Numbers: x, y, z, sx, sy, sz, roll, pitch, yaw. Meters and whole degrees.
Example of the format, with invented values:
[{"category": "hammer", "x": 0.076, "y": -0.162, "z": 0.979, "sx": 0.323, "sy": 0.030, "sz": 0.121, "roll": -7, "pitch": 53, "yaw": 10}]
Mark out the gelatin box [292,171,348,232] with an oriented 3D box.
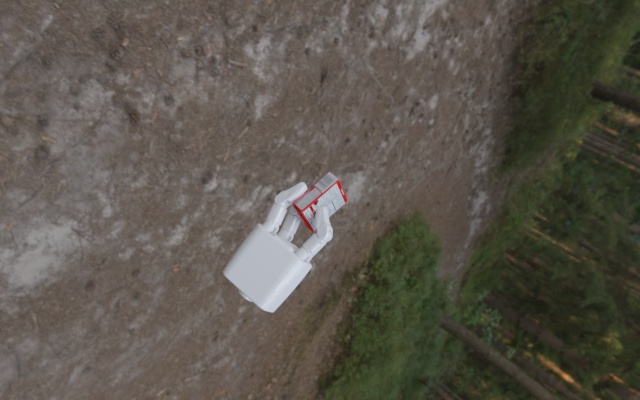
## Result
[{"category": "gelatin box", "x": 0.001, "y": 0.003, "z": 0.834, "sx": 0.030, "sy": 0.089, "sz": 0.073, "roll": 43, "pitch": -11, "yaw": 33}]
